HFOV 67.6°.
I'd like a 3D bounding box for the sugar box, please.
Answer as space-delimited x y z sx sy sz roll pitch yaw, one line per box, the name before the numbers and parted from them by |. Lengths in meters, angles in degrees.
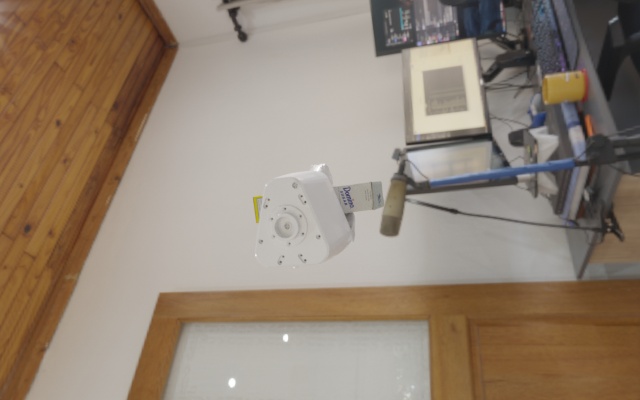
sugar box | 0.000 0.003 0.708 0.176 0.048 0.093 -5 1 16
